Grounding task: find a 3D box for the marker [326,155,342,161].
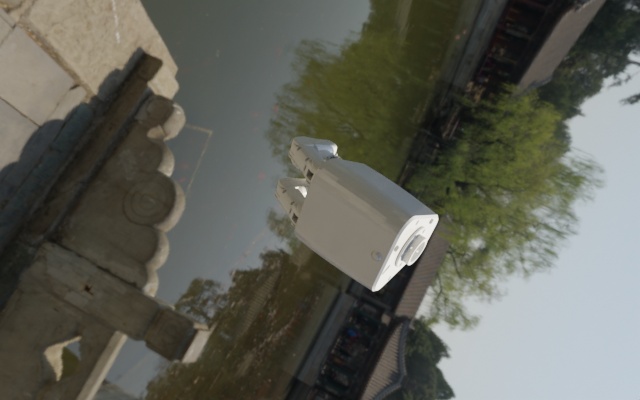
[{"bbox_3d":[0.000,0.002,0.566,0.020,0.121,0.020,14,31,-9],"label":"marker"}]
